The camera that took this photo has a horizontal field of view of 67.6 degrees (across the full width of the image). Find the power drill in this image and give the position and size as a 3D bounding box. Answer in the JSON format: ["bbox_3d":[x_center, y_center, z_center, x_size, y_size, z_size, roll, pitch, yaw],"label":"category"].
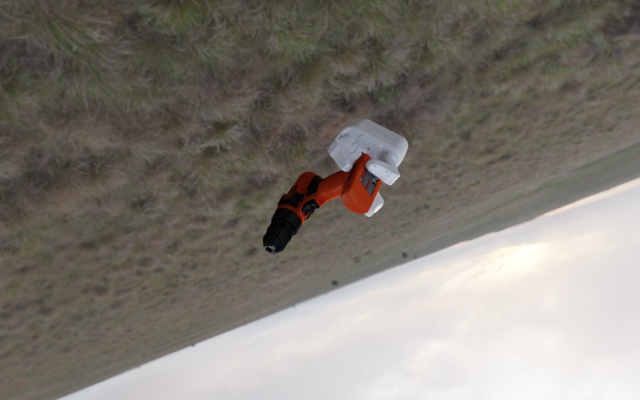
[{"bbox_3d":[0.001,0.002,0.780,0.188,0.057,0.184,-17,34,39],"label":"power drill"}]
